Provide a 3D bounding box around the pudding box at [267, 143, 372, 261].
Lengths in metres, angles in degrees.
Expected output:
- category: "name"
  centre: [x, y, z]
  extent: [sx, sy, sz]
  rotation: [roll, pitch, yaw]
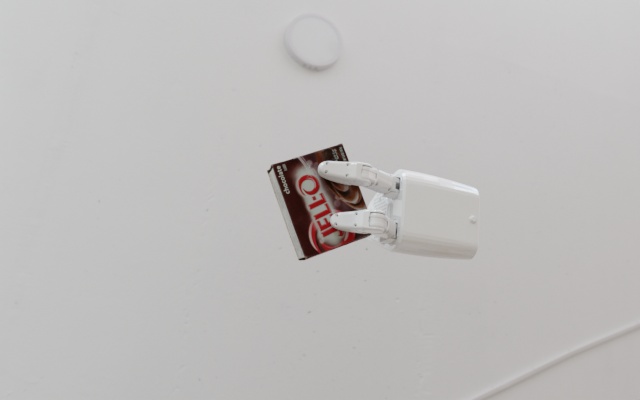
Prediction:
- category: "pudding box"
  centre: [0.000, 0.002, 0.546]
  extent: [0.090, 0.113, 0.039]
  rotation: [-19, -6, -21]
